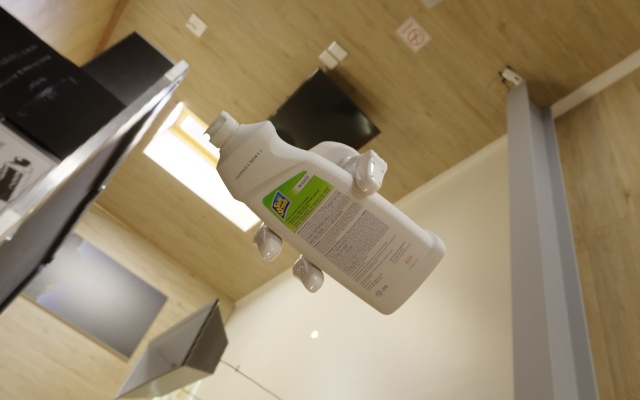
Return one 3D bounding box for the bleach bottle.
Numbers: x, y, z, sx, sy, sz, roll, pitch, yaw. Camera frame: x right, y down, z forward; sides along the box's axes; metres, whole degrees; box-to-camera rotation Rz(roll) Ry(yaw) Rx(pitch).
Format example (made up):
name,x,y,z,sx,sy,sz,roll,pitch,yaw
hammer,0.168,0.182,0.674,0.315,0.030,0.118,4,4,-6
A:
name,x,y,z,sx,sy,sz,roll,pitch,yaw
bleach bottle,0.000,0.002,0.464,0.251,0.102,0.068,40,0,-15
